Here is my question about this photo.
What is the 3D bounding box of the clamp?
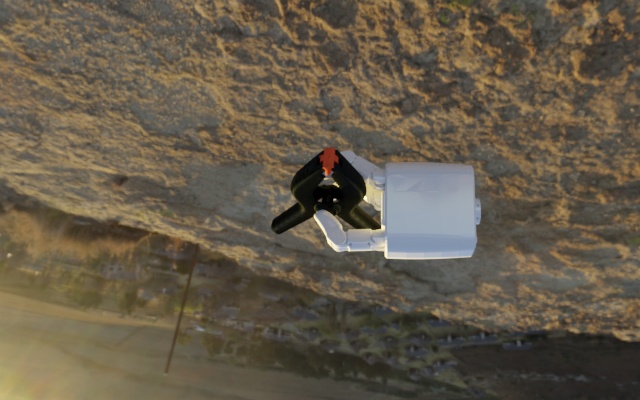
[{"bbox_3d":[0.000,0.003,0.627,0.164,0.036,0.210,0,-29,8],"label":"clamp"}]
